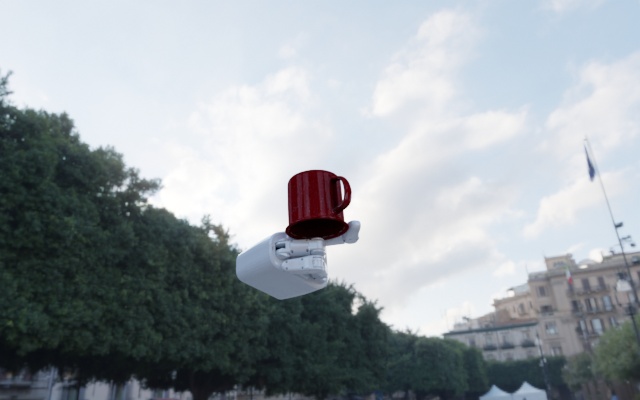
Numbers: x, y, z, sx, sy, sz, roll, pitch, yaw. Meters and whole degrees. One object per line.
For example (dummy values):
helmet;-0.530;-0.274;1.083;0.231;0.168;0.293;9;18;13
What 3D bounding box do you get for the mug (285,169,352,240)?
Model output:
mug;0.001;0.002;0.699;0.093;0.081;0.117;16;-32;-37
